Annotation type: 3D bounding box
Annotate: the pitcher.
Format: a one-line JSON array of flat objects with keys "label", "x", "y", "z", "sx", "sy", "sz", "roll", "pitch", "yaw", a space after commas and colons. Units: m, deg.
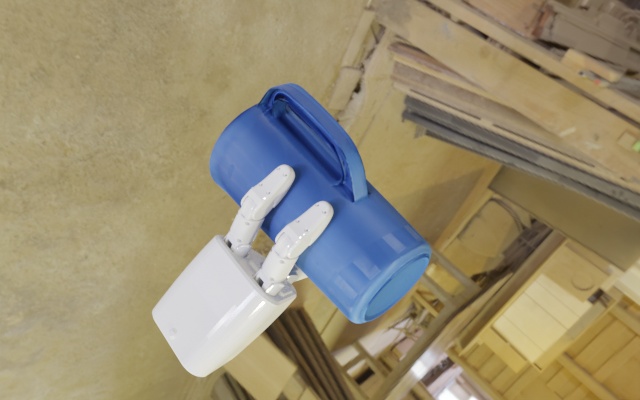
[{"label": "pitcher", "x": 0.000, "y": 0.002, "z": 0.508, "sx": 0.242, "sy": 0.145, "sz": 0.149, "roll": 45, "pitch": 4, "yaw": 26}]
